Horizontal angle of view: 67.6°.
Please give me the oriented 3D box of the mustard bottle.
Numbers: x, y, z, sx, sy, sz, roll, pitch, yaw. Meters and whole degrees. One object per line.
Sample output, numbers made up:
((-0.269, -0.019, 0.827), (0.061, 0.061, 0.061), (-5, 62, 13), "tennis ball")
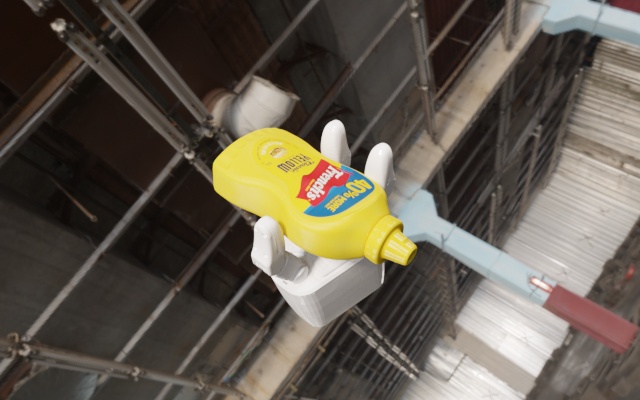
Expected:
((0.000, 0.001, 0.424), (0.191, 0.058, 0.096), (32, 43, 28), "mustard bottle")
